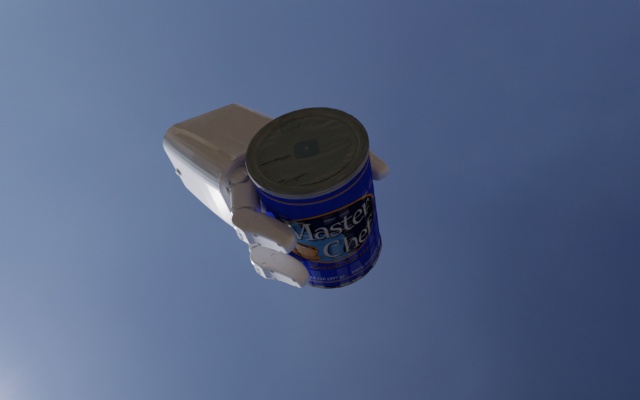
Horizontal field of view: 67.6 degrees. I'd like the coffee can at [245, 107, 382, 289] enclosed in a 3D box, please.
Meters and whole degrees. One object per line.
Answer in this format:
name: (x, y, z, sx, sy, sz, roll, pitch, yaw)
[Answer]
coffee can: (0.000, 0.001, 0.440, 0.103, 0.102, 0.140, 0, -40, 13)
